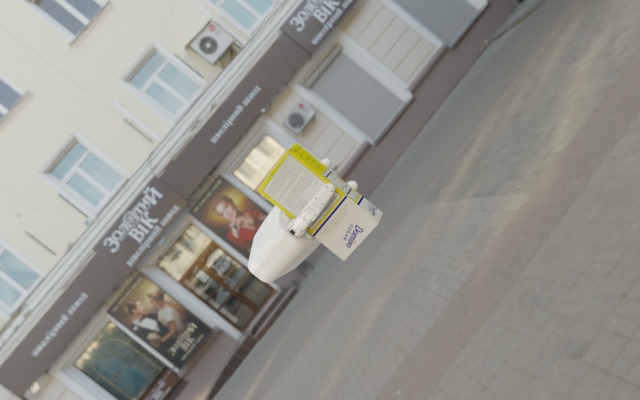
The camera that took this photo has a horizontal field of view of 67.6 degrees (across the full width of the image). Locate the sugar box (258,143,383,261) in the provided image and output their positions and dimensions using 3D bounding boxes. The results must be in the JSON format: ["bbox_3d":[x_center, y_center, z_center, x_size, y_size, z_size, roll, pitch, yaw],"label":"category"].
[{"bbox_3d":[0.000,0.002,0.740,0.176,0.093,0.048,39,28,-2],"label":"sugar box"}]
